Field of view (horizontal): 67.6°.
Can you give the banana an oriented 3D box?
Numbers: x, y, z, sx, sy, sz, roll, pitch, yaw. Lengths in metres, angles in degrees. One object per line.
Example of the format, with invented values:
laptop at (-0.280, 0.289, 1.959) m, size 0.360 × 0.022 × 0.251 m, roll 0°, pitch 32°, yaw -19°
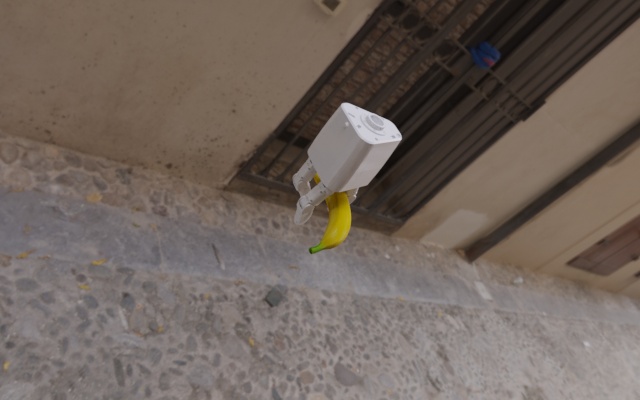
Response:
banana at (0.018, 0.009, 0.814) m, size 0.069 × 0.197 × 0.037 m, roll 14°, pitch -45°, yaw -14°
